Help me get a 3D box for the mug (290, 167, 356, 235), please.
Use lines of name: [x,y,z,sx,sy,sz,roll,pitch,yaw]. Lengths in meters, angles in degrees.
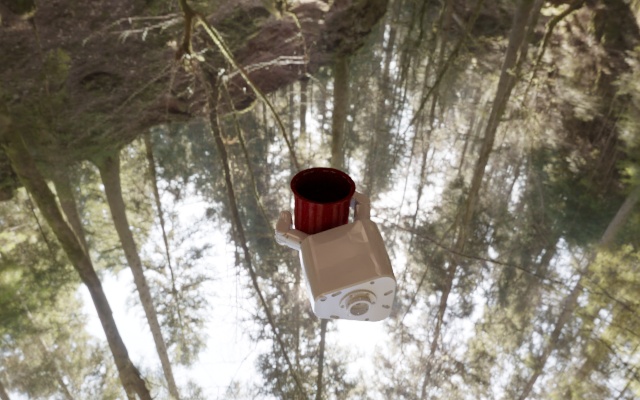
mug: [0.000,0.002,0.709,0.093,0.082,0.117,-4,38,-9]
